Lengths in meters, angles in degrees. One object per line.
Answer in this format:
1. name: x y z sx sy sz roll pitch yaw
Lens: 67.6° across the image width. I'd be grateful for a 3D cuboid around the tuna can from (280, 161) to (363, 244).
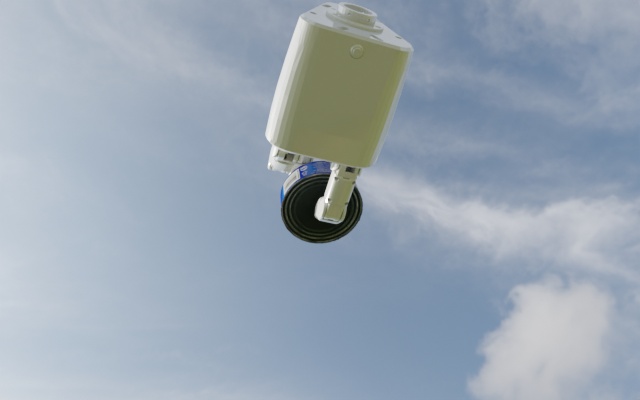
1. tuna can: 0.000 0.001 0.508 0.086 0.086 0.033 0 31 -7
